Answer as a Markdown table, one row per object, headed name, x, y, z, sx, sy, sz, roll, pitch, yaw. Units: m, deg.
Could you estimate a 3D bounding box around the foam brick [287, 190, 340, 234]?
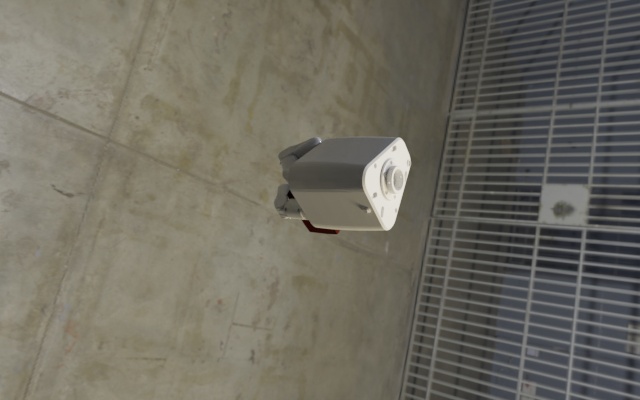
| name | x | y | z | sx | sy | sz | roll | pitch | yaw |
| --- | --- | --- | --- | --- | --- | --- | --- | --- | --- |
| foam brick | 0.000 | 0.002 | 0.661 | 0.051 | 0.053 | 0.078 | 2 | -43 | 37 |
